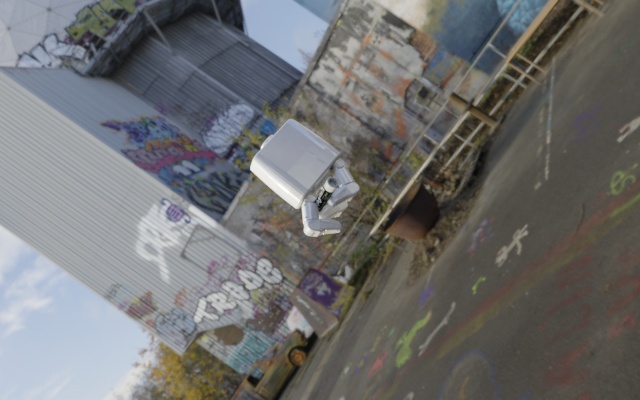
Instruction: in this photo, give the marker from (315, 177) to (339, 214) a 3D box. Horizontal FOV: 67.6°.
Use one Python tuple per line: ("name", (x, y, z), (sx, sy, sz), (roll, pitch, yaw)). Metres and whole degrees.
("marker", (0.000, 0.003, 0.767), (0.020, 0.020, 0.121), (0, -30, -21))
